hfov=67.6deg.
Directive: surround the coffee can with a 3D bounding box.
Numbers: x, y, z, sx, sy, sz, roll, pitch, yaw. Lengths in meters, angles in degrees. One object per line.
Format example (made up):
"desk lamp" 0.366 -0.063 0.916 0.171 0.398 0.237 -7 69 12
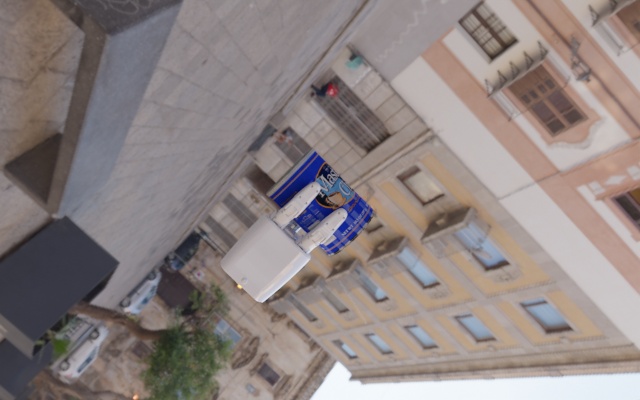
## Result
"coffee can" 0.000 0.002 0.749 0.103 0.140 0.103 -44 7 6
